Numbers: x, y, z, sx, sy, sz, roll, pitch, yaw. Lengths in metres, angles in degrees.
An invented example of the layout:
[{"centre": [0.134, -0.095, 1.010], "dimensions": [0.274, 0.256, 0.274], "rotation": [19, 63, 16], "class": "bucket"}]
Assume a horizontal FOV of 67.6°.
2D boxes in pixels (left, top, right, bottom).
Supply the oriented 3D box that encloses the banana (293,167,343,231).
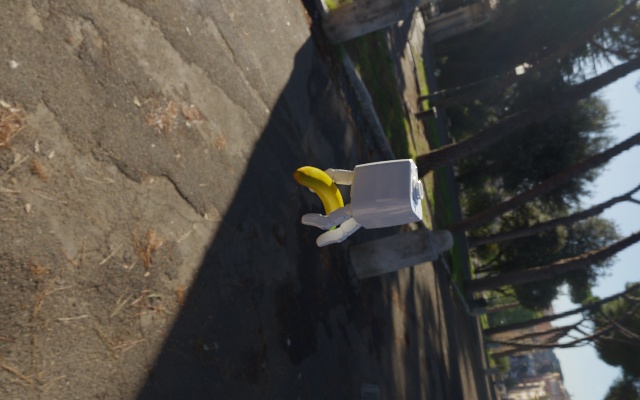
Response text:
[{"centre": [0.006, -0.010, 0.875], "dimensions": [0.037, 0.069, 0.198], "rotation": [-1, -37, 25], "class": "banana"}]
